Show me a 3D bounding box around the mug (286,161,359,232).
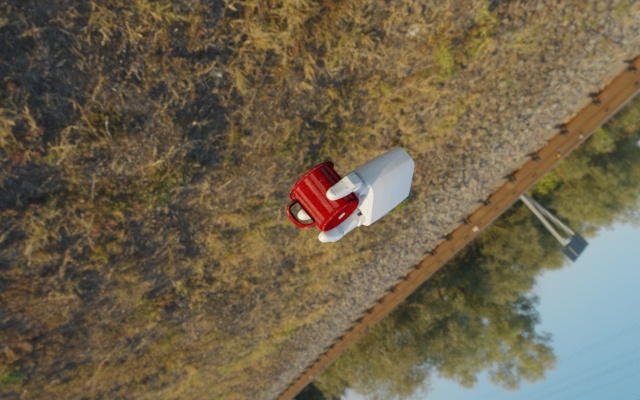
[{"bbox_3d":[-0.001,0.003,0.780,0.117,0.081,0.093,-32,-18,-22],"label":"mug"}]
